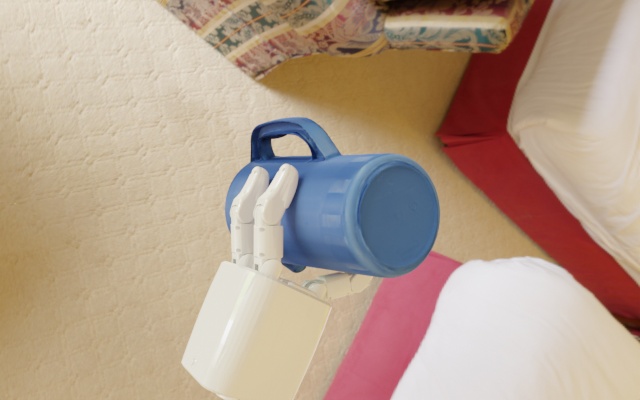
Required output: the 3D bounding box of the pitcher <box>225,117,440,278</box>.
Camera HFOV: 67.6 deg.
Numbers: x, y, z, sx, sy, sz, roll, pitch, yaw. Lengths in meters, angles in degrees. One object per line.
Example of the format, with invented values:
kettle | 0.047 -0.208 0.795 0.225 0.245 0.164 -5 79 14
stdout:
pitcher | 0.000 0.002 0.501 0.149 0.145 0.243 32 -16 -28
